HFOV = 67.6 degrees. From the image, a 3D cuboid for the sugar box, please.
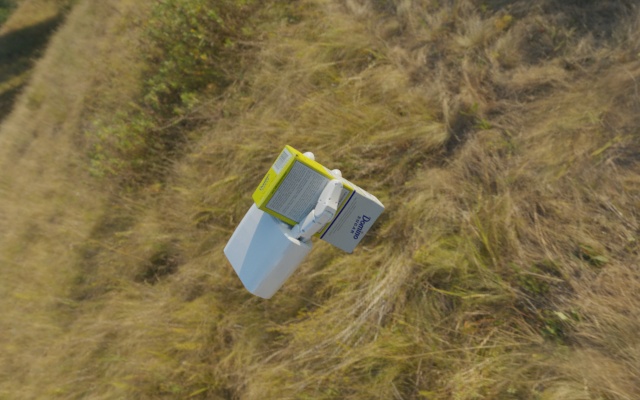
[{"bbox_3d":[0.000,0.002,0.696,0.176,0.093,0.048,29,13,-34],"label":"sugar box"}]
